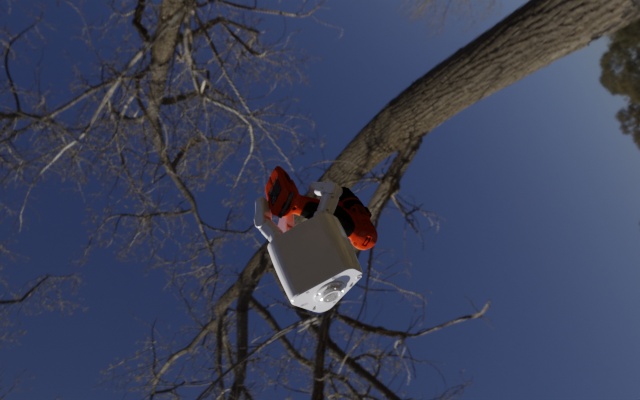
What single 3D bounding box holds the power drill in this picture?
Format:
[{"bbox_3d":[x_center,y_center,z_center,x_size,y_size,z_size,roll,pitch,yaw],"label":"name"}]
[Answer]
[{"bbox_3d":[0.000,0.003,0.838,0.188,0.057,0.184,19,20,-22],"label":"power drill"}]
